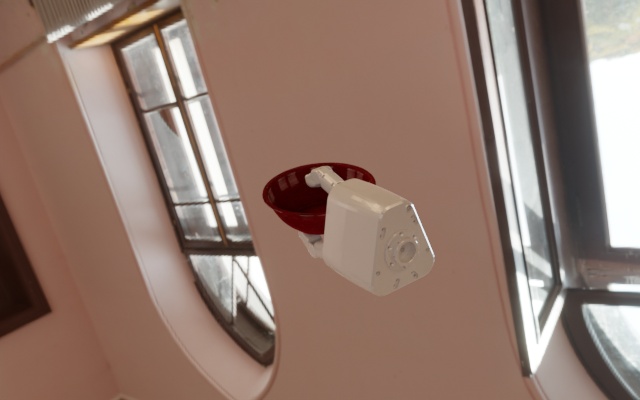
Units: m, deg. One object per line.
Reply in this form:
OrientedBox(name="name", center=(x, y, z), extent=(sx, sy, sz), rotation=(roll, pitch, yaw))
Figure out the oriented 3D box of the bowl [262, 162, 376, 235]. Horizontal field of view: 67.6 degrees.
OrientedBox(name="bowl", center=(0.000, 0.002, 0.689), extent=(0.162, 0.055, 0.162), rotation=(-5, 29, 3))
